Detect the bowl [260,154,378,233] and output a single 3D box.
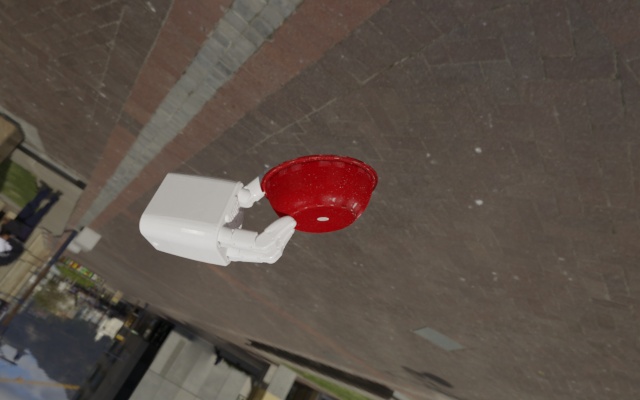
[{"bbox_3d":[0.001,0.002,0.644,0.162,0.055,0.162,-4,-26,-2],"label":"bowl"}]
